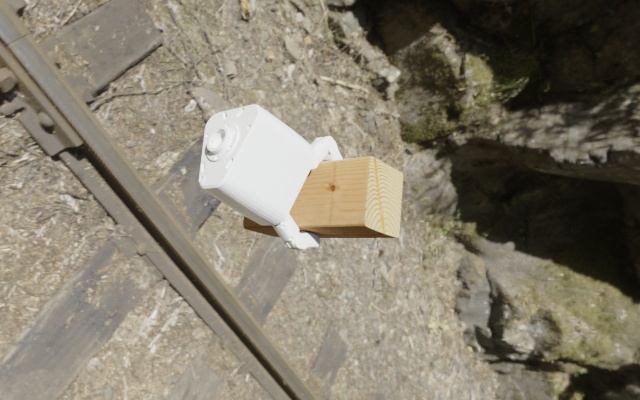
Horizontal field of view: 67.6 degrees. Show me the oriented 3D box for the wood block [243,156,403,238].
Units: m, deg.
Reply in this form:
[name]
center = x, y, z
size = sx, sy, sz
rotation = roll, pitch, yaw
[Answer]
[wood block]
center = 0.000, 0.002, 0.665
size = 0.206, 0.090, 0.090
rotation = -3, -15, 37
